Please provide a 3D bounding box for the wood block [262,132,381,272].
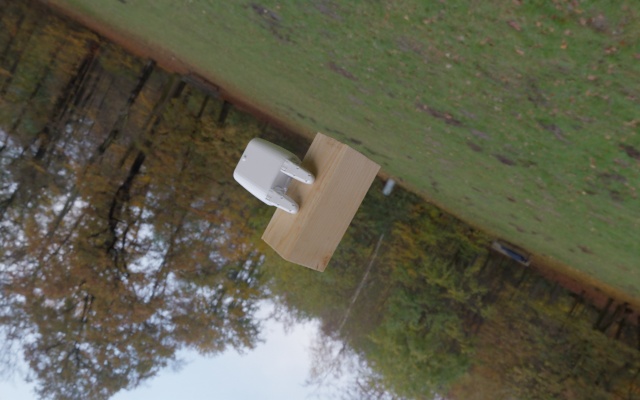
[{"bbox_3d":[0.000,0.003,0.809,0.091,0.206,0.090,25,5,-41],"label":"wood block"}]
